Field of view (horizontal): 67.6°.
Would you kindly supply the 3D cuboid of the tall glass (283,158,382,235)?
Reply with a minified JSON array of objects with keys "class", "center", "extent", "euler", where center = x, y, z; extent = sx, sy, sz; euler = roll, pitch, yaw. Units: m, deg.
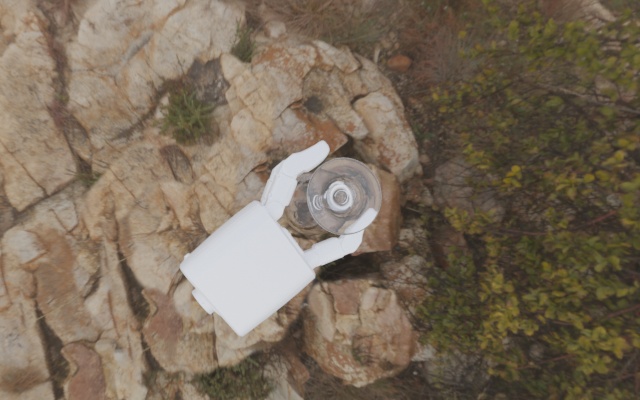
[{"class":"tall glass","center":[0.000,0.002,0.551],"extent":[0.079,0.079,0.201],"euler":[0,-3,-13]}]
